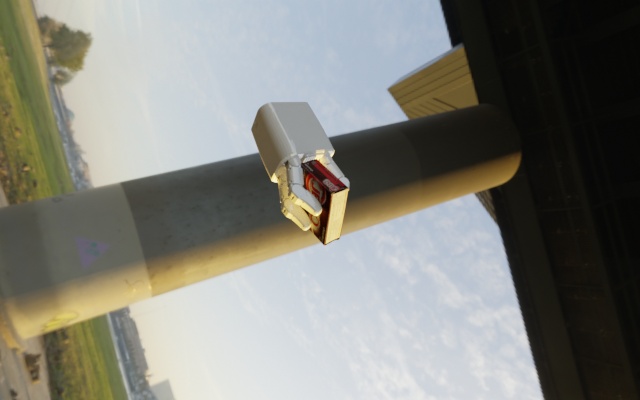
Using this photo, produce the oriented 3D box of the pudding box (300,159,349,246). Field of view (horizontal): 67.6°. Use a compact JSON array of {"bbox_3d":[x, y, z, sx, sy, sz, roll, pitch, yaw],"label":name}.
[{"bbox_3d":[0.000,0.002,0.778,0.039,0.114,0.090,-21,46,-27],"label":"pudding box"}]
